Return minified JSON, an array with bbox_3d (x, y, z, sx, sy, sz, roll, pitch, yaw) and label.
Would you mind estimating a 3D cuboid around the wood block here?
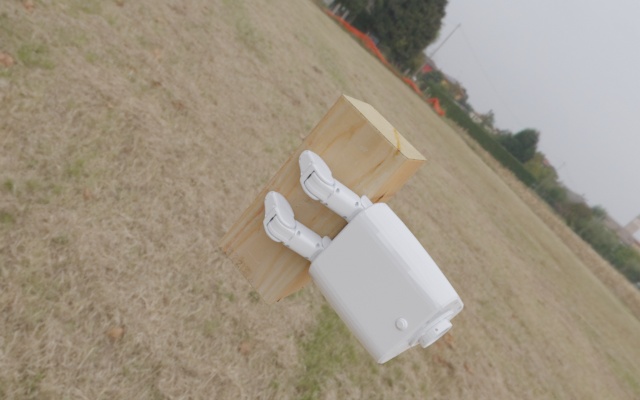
[{"bbox_3d":[0.001,0.002,0.502,0.206,0.090,0.091,-48,-15,19],"label":"wood block"}]
